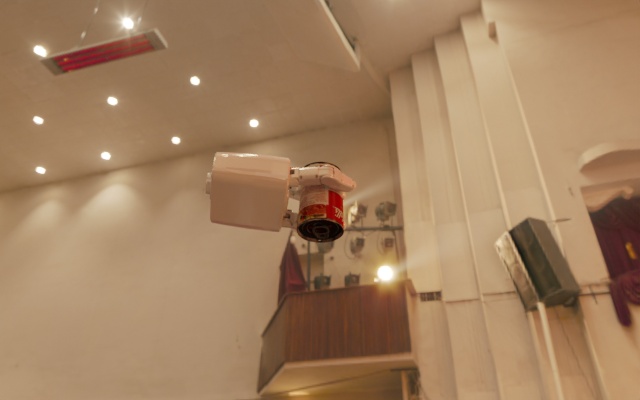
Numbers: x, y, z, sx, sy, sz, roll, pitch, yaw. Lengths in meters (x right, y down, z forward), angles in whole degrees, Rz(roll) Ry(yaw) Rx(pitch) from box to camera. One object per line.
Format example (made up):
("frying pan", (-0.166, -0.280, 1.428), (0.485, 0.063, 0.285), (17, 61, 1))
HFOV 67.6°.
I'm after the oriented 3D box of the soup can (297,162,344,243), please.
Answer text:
("soup can", (0.001, 0.002, 0.708), (0.068, 0.102, 0.068), (0, -33, 0))
